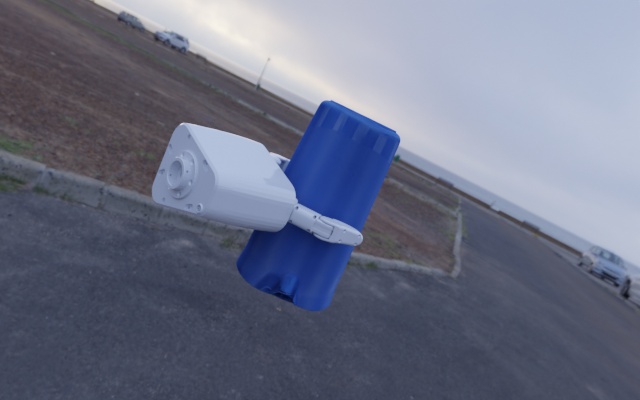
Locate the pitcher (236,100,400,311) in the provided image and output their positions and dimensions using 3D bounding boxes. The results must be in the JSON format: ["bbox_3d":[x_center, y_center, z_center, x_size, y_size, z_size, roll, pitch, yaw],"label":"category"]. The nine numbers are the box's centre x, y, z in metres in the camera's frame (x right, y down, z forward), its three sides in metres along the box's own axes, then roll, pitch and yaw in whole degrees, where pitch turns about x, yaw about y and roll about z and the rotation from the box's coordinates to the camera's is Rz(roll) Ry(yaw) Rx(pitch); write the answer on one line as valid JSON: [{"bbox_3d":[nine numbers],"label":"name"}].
[{"bbox_3d":[0.000,0.002,0.610,0.145,0.243,0.149,13,17,-48],"label":"pitcher"}]
